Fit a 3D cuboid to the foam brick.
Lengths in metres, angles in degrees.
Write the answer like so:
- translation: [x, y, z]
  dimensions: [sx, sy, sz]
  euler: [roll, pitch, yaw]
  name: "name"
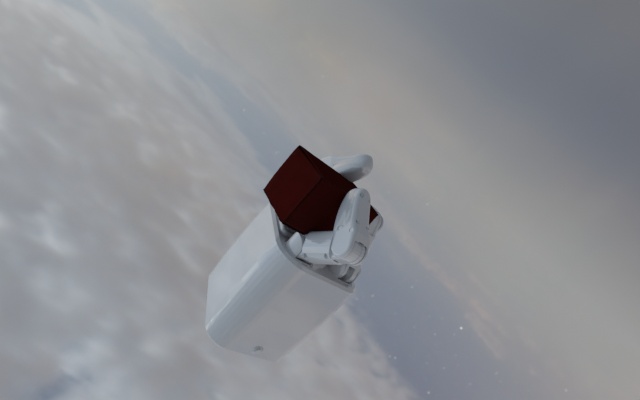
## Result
- translation: [0.000, 0.001, 0.409]
  dimensions: [0.078, 0.051, 0.053]
  euler: [32, 16, -40]
  name: "foam brick"
